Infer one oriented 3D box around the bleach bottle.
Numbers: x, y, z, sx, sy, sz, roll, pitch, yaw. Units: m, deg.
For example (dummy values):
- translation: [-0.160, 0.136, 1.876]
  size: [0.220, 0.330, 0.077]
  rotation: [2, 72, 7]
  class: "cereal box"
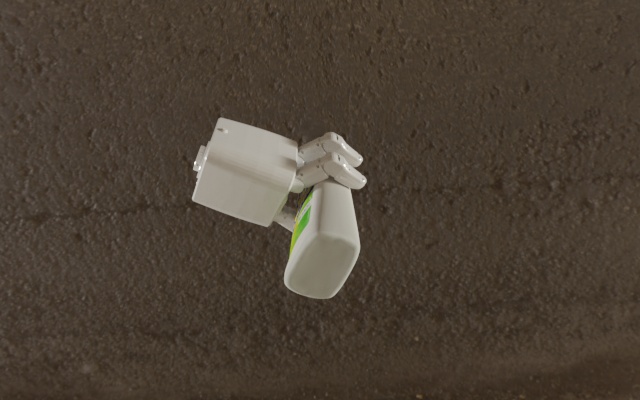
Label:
- translation: [0.000, 0.002, 0.623]
  size: [0.068, 0.103, 0.250]
  rotation: [19, 32, -14]
  class: "bleach bottle"
